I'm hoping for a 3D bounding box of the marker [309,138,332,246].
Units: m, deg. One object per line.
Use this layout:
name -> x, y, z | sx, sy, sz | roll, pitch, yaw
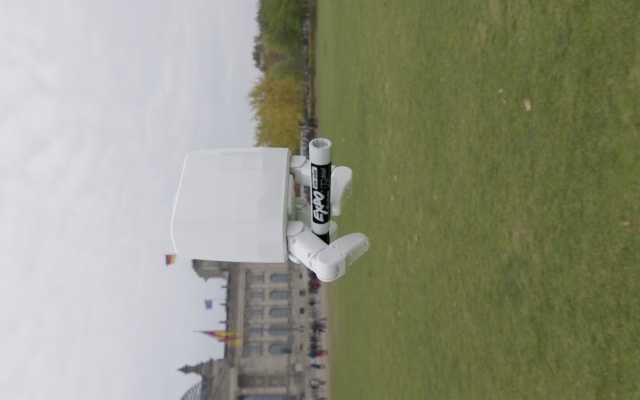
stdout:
marker -> 0.000, 0.001, 0.425 | 0.020, 0.121, 0.020 | 0, 38, 0
